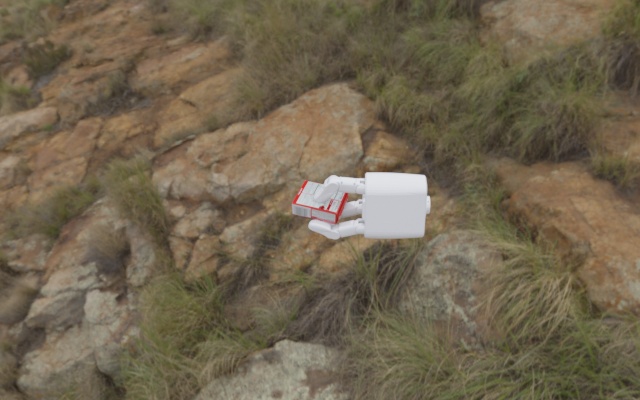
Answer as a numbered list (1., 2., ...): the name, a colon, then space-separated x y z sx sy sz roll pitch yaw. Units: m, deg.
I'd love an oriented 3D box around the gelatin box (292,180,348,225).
1. gelatin box: 0.000 0.002 0.882 0.089 0.030 0.073 13 42 13
